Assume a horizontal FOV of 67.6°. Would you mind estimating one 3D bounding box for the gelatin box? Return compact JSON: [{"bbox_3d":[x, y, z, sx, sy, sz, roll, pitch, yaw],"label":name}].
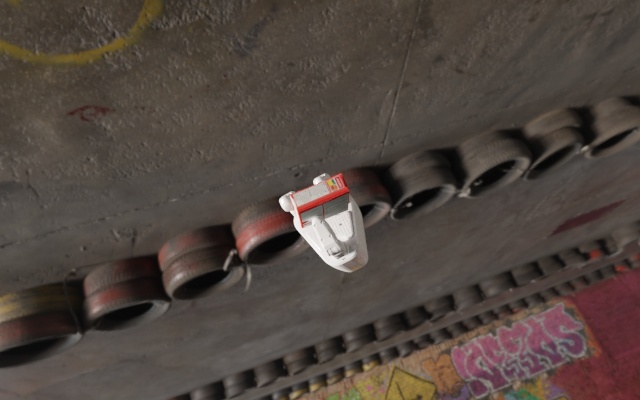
[{"bbox_3d":[0.000,0.002,0.647,0.073,0.030,0.089,-23,-16,-5],"label":"gelatin box"}]
